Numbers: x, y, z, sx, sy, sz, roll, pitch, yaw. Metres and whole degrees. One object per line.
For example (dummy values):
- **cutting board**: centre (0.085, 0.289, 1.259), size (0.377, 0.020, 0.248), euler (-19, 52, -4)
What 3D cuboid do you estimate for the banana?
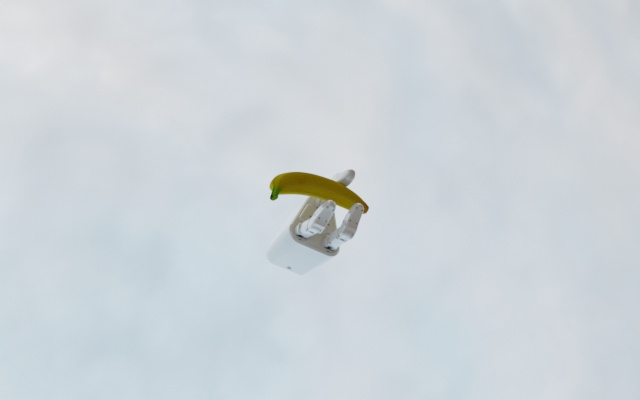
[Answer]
- **banana**: centre (-0.008, -0.013, 0.767), size (0.198, 0.069, 0.037), euler (7, -40, -37)
